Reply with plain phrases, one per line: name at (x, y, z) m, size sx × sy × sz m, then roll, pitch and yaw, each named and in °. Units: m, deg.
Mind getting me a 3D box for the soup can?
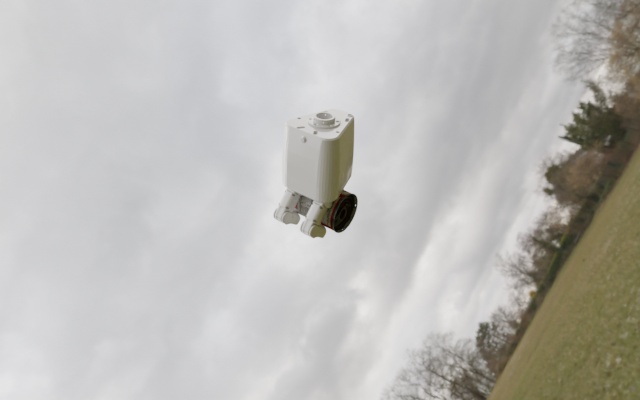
soup can at (0.000, 0.003, 0.783) m, size 0.102 × 0.068 × 0.068 m, roll 24°, pitch 12°, yaw 29°
